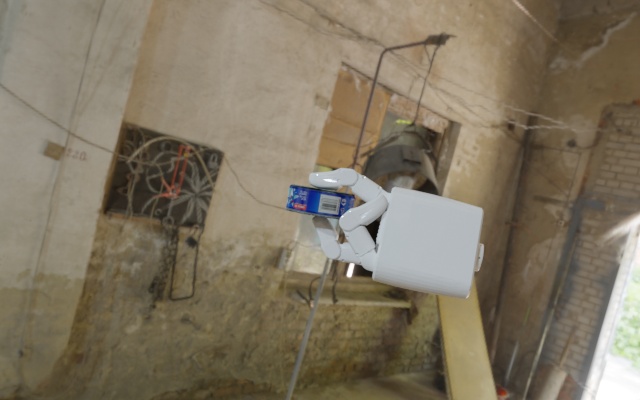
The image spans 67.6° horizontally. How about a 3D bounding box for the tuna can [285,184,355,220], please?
[{"bbox_3d":[0.000,0.001,0.605,0.086,0.034,0.086,9,1,0],"label":"tuna can"}]
